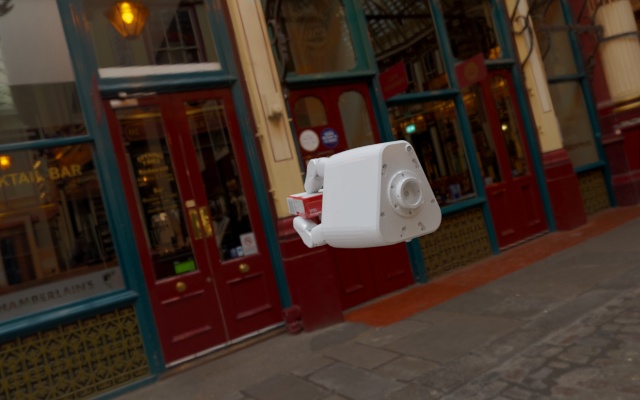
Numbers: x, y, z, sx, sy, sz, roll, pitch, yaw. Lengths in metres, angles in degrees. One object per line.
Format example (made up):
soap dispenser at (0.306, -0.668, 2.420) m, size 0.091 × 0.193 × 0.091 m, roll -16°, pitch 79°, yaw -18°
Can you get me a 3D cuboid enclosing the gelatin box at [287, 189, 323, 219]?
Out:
gelatin box at (0.000, 0.002, 0.663) m, size 0.073 × 0.030 × 0.089 m, roll -12°, pitch 6°, yaw -18°
